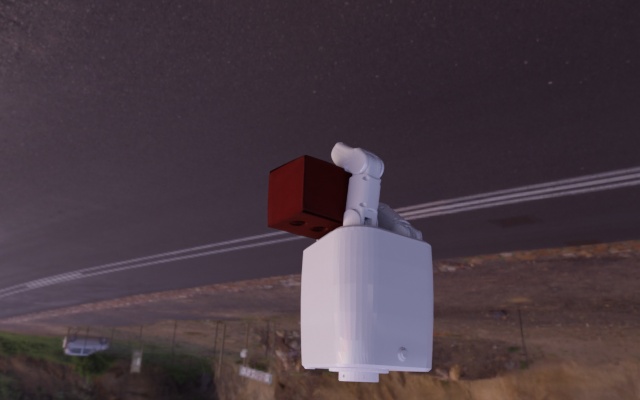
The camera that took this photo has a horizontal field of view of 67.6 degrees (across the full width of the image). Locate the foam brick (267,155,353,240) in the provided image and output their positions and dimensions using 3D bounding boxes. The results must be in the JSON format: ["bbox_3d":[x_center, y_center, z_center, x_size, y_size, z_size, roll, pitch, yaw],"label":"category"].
[{"bbox_3d":[0.000,0.001,0.413,0.078,0.051,0.053,17,-24,-35],"label":"foam brick"}]
